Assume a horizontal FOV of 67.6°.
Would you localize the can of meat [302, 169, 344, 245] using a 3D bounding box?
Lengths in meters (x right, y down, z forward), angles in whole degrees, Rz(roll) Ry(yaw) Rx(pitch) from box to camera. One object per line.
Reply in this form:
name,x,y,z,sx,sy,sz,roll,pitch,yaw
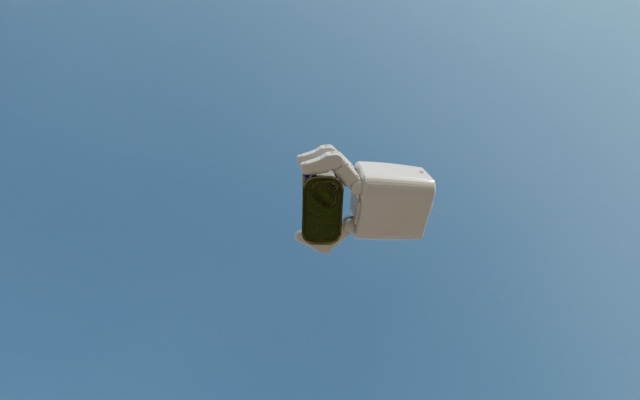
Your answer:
can of meat,0.000,0.002,0.710,0.057,0.102,0.084,1,20,-4
